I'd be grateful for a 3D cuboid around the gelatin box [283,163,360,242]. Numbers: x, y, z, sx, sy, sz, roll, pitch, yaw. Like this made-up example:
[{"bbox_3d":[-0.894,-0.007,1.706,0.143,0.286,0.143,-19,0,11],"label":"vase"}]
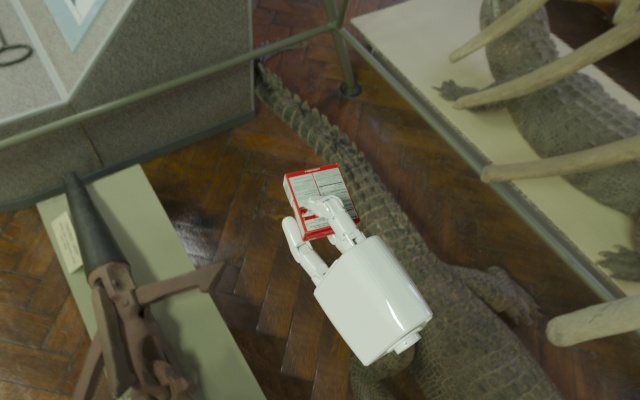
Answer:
[{"bbox_3d":[0.000,0.001,0.609,0.073,0.089,0.030,-14,-24,-17],"label":"gelatin box"}]
